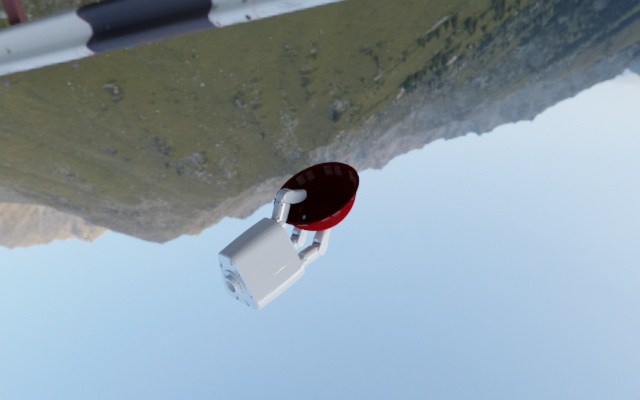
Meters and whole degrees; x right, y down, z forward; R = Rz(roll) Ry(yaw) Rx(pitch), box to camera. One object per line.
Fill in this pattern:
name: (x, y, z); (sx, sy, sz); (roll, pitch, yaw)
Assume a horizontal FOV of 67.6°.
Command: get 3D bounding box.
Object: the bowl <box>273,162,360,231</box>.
bowl: (0.001, 0.002, 0.851); (0.162, 0.055, 0.162); (-16, 38, 14)
